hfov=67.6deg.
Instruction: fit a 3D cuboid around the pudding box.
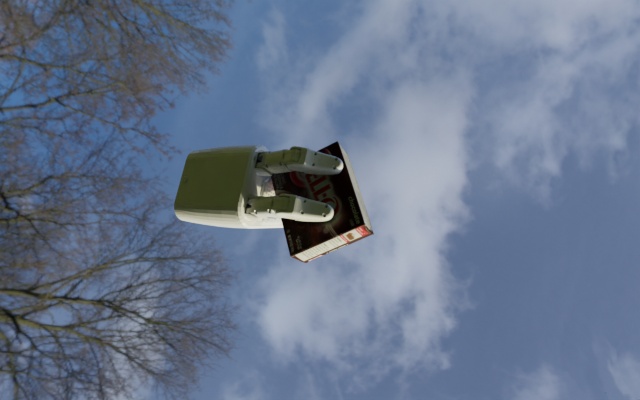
[{"bbox_3d":[0.000,0.002,0.535,0.090,0.113,0.039,-25,-28,16],"label":"pudding box"}]
